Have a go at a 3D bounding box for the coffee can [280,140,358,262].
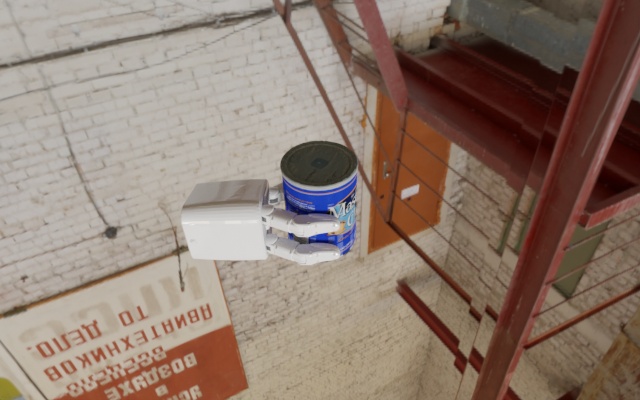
[{"bbox_3d":[0.000,0.002,0.671,0.103,0.140,0.102,-1,41,1],"label":"coffee can"}]
